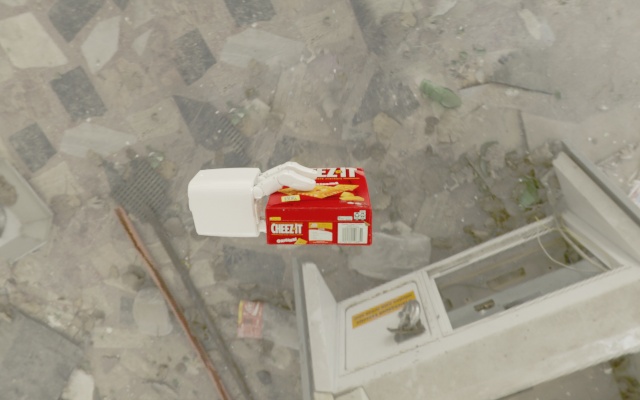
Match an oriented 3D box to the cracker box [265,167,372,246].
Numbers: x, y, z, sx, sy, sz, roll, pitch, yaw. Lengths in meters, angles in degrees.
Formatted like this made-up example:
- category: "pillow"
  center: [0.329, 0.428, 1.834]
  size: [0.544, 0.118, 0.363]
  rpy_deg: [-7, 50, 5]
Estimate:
- category: "cracker box"
  center: [0.000, 0.003, 0.817]
  size: [0.164, 0.072, 0.213]
  rpy_deg: [0, 21, 2]
